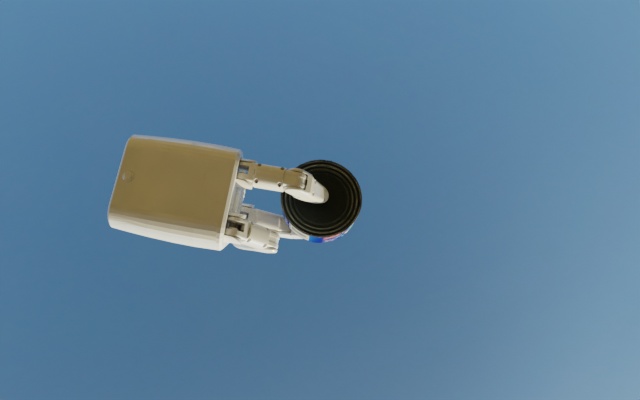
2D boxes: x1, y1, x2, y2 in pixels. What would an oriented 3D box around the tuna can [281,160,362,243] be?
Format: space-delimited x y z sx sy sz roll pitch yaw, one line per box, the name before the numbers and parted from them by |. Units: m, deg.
tuna can | 0.000 0.002 0.515 0.086 0.086 0.034 0 -17 -4
